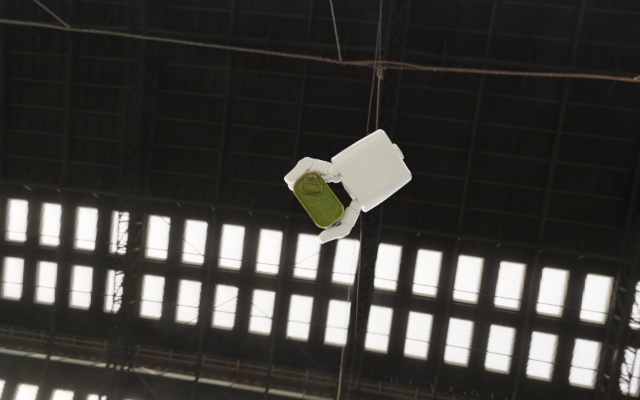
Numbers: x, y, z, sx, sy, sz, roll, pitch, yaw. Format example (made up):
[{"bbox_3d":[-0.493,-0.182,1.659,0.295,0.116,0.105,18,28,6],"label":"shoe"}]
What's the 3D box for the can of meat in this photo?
[{"bbox_3d":[0.000,0.003,0.877,0.057,0.102,0.084,-36,-9,0],"label":"can of meat"}]
